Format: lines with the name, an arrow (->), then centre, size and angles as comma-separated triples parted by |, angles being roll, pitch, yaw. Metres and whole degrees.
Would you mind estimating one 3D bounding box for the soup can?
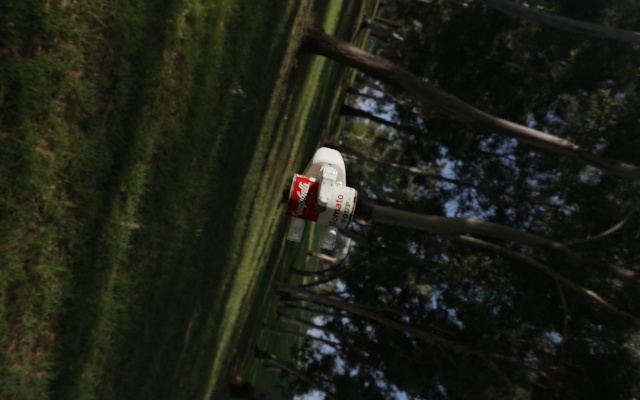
soup can -> 0.000, 0.003, 0.757 | 0.102, 0.068, 0.068 | 14, -1, -3
